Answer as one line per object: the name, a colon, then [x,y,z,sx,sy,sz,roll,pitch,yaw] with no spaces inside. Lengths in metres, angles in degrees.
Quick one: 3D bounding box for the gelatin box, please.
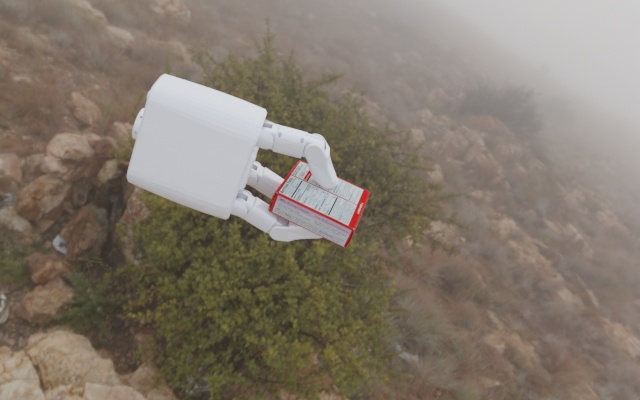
gelatin box: [0.001,0.001,0.499,0.089,0.030,0.073,25,36,3]
